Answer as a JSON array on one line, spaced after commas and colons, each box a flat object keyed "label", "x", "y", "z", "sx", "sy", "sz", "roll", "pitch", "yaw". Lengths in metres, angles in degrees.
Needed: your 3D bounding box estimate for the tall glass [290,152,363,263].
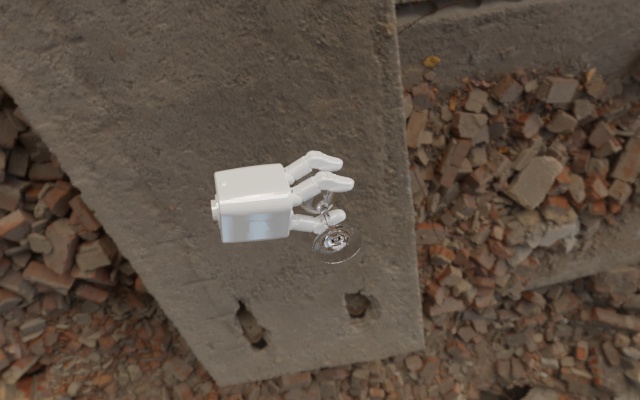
[{"label": "tall glass", "x": 0.000, "y": 0.003, "z": 0.751, "sx": 0.079, "sy": 0.079, "sz": 0.201, "roll": 0, "pitch": 37, "yaw": -18}]
